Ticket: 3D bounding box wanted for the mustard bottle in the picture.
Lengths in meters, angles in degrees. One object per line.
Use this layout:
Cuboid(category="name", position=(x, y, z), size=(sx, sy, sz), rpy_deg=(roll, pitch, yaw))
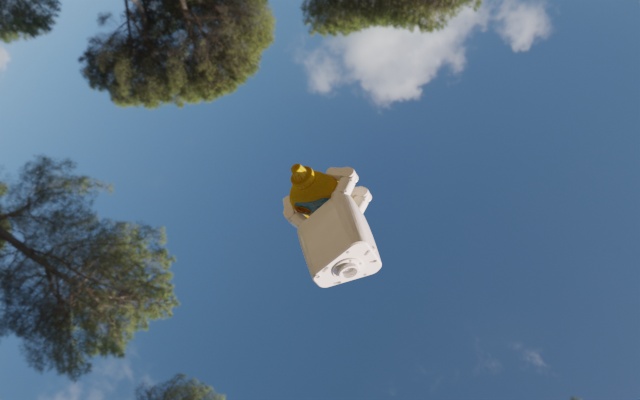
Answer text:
Cuboid(category="mustard bottle", position=(0.000, 0.003, 0.837), size=(0.096, 0.058, 0.192), rpy_deg=(-8, -39, 26))
